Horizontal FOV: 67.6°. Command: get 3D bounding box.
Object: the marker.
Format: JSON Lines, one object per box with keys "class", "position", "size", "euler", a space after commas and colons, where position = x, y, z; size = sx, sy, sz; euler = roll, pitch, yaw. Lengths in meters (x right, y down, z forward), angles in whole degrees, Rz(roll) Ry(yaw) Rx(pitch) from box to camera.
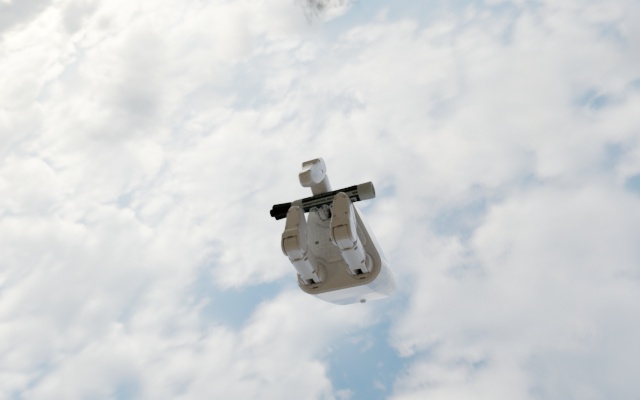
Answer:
{"class": "marker", "position": [0.000, 0.002, 0.524], "size": [0.121, 0.020, 0.020], "euler": [-14, -4, 17]}
